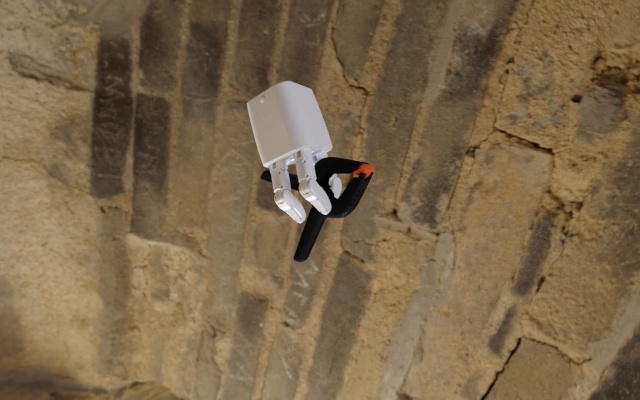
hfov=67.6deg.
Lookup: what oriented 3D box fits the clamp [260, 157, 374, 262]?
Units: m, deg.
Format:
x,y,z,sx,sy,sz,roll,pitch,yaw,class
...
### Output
x,y,z,sx,sy,sz,roll,pitch,yaw,class
0.001,0.002,0.745,0.210,0.164,0.036,-20,-3,40,clamp
